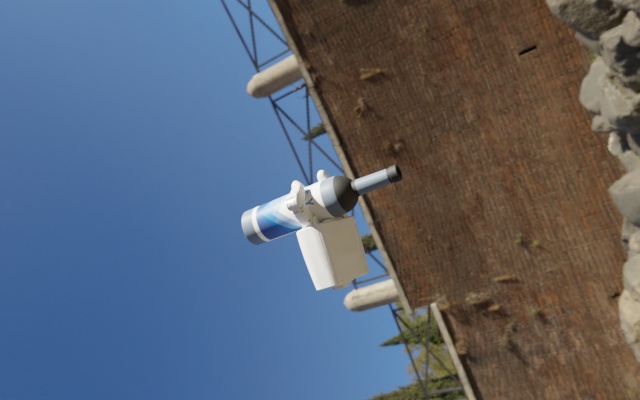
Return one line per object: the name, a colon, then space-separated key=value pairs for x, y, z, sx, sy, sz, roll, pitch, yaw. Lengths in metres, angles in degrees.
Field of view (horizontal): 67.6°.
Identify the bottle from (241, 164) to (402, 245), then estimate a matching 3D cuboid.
bottle: x=0.000 y=0.003 z=0.822 sx=0.296 sy=0.069 sz=0.069 roll=-21 pitch=-9 yaw=24
